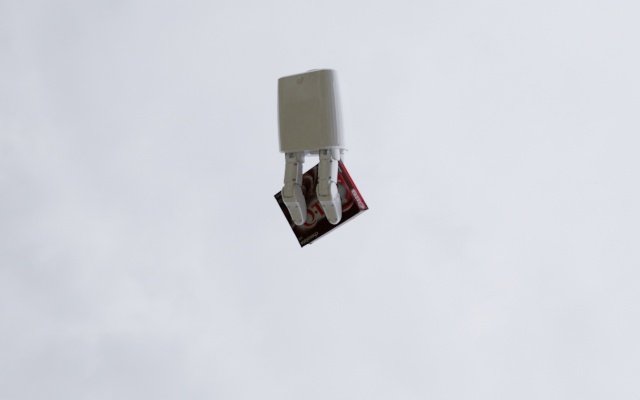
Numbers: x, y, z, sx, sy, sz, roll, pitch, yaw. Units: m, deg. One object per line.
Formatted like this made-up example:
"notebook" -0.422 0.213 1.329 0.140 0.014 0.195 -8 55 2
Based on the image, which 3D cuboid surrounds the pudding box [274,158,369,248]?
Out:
"pudding box" 0.000 0.002 0.684 0.113 0.090 0.039 -34 -12 28
